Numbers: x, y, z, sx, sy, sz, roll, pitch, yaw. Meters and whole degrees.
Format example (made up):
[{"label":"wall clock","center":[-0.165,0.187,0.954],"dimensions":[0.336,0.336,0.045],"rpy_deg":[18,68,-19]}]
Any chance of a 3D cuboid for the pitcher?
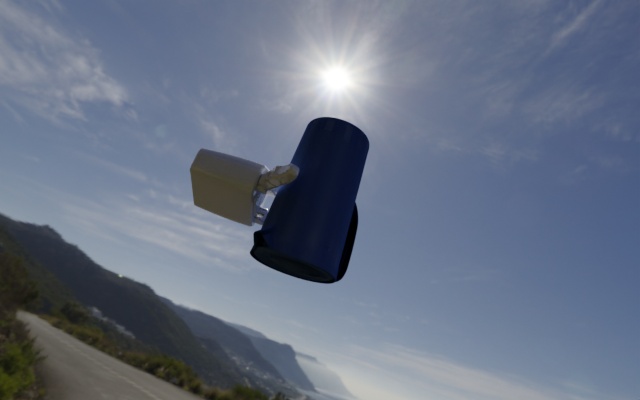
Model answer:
[{"label":"pitcher","center":[0.000,0.002,0.744],"dimensions":[0.145,0.242,0.149],"rpy_deg":[18,-20,4]}]
